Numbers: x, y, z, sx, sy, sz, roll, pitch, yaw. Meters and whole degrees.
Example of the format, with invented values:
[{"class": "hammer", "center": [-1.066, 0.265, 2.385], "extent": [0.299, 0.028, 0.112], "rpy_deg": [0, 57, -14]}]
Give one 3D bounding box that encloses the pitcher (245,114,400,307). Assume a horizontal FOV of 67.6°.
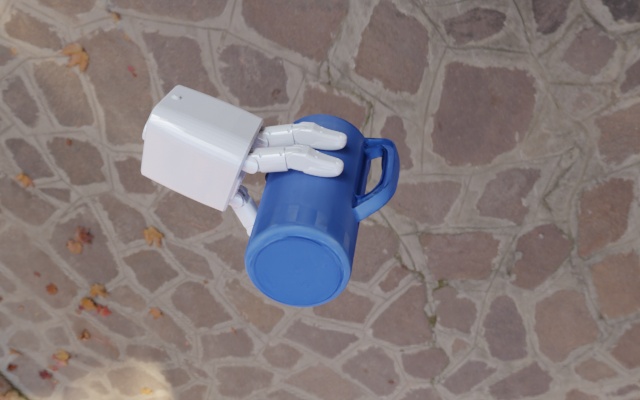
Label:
[{"class": "pitcher", "center": [0.000, 0.002, 0.563], "extent": [0.145, 0.149, 0.242], "rpy_deg": [25, 33, -9]}]
